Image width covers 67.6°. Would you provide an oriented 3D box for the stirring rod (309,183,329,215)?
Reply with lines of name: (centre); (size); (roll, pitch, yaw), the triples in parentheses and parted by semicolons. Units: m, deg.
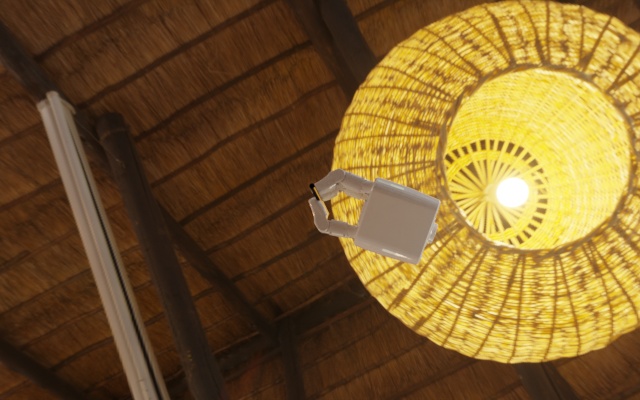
stirring rod: (0.000, 0.003, 0.803); (0.011, 0.011, 0.239); (0, -11, 6)
